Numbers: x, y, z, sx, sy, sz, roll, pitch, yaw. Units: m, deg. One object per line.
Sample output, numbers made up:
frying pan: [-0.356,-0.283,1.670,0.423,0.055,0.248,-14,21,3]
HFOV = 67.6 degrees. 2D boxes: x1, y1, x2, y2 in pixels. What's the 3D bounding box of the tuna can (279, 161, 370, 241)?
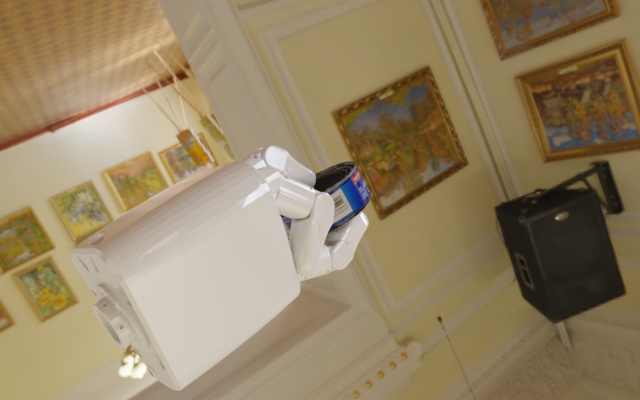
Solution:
tuna can: [0.000,0.002,0.421,0.086,0.034,0.086,-28,14,8]
